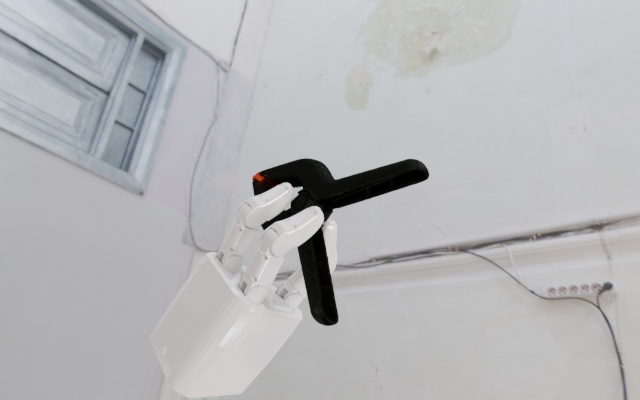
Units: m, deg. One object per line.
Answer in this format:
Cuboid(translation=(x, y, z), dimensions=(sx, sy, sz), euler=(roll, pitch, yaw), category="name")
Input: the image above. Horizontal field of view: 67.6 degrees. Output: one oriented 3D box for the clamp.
Cuboid(translation=(0.000, 0.002, 0.478), dimensions=(0.036, 0.164, 0.210), euler=(38, 0, -41), category="clamp")
